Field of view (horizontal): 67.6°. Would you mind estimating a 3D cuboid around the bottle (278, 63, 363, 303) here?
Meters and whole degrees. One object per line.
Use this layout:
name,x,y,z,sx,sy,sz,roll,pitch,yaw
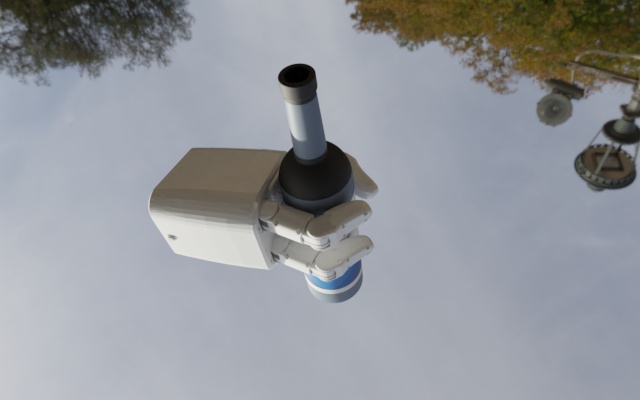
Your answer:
bottle,0.000,0.002,0.452,0.069,0.069,0.296,0,-38,8
